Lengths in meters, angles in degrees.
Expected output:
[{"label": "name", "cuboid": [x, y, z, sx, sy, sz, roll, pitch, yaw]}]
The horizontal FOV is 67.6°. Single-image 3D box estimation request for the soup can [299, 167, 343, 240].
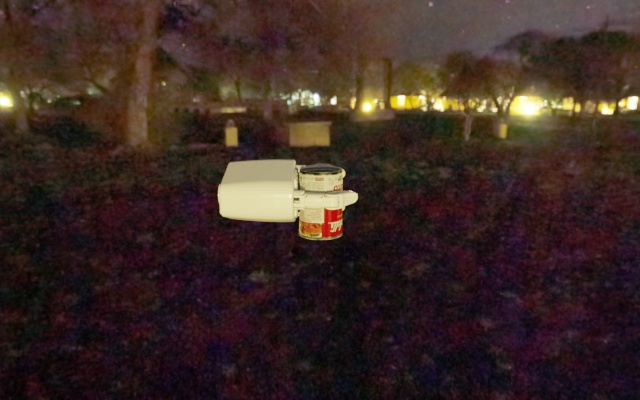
[{"label": "soup can", "cuboid": [0.001, 0.002, 0.732, 0.068, 0.102, 0.068, 0, 12, 0]}]
